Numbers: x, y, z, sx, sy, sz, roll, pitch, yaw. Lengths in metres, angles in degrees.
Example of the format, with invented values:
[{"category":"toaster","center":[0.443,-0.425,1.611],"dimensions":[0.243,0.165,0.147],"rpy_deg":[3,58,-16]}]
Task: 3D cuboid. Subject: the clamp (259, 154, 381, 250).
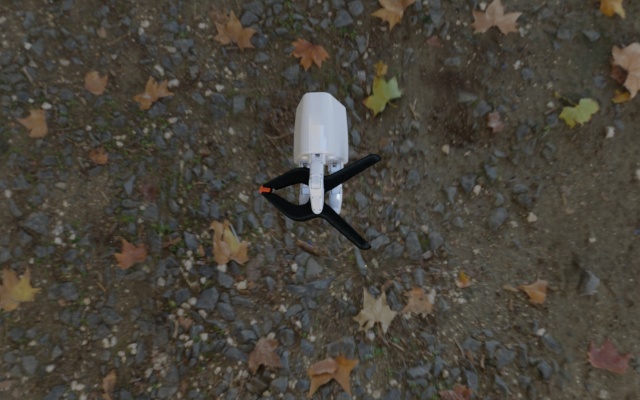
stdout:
[{"category":"clamp","center":[0.000,0.002,0.822],"dimensions":[0.210,0.164,0.036],"rpy_deg":[0,-6,5]}]
